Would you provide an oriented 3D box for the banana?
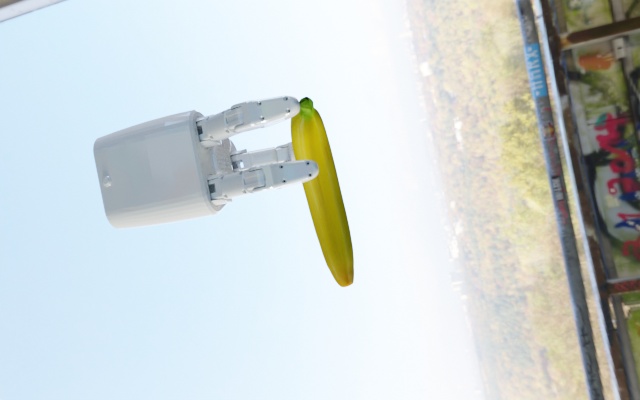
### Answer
[{"bbox_3d":[0.000,-0.010,0.468,0.037,0.198,0.069,-11,25,9],"label":"banana"}]
